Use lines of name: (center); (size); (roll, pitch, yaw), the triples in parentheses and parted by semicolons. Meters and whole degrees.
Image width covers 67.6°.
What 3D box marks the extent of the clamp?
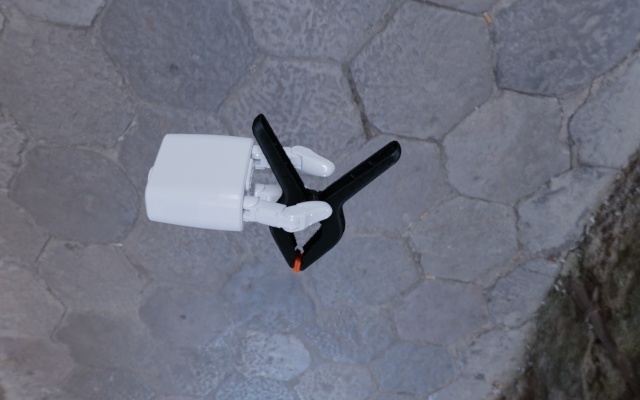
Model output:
clamp: (0.000, 0.003, 0.567); (0.164, 0.210, 0.036); (5, 35, -2)
